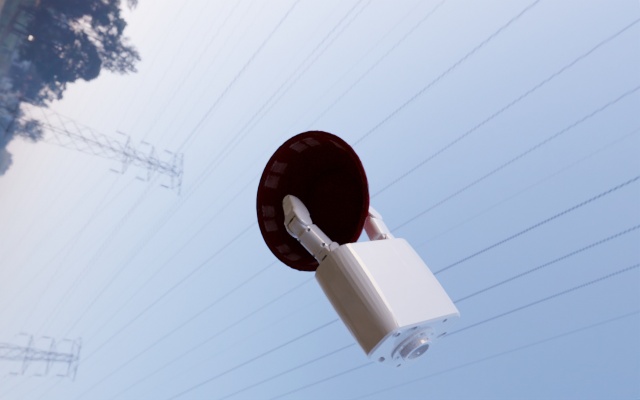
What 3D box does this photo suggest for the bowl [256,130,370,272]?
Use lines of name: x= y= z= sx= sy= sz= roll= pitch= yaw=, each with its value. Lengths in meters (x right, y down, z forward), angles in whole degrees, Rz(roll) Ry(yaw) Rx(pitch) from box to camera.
bowl: x=0.000 y=0.001 z=0.564 sx=0.162 sy=0.162 sz=0.055 roll=0 pitch=-4 yaw=36
